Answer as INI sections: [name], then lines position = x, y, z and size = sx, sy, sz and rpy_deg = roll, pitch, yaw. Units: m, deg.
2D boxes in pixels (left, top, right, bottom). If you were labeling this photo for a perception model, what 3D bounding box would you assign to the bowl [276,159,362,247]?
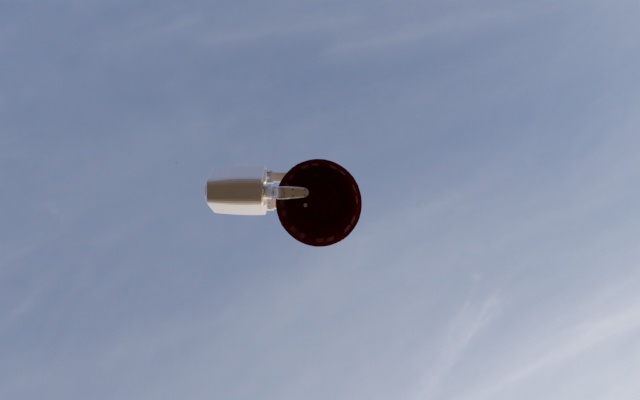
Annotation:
[bowl]
position = 0.001, 0.003, 0.898
size = 0.162, 0.162, 0.055
rpy_deg = 0, 4, 11
